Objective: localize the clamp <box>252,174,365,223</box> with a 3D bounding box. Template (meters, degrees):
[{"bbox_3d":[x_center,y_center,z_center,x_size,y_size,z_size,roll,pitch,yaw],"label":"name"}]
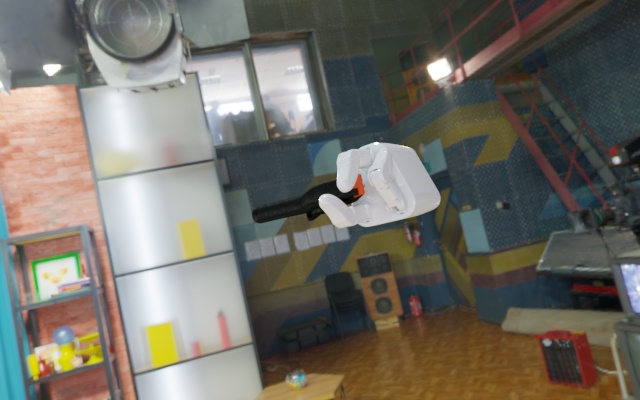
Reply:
[{"bbox_3d":[0.000,0.002,0.677,0.171,0.039,0.120,-16,-6,35],"label":"clamp"}]
